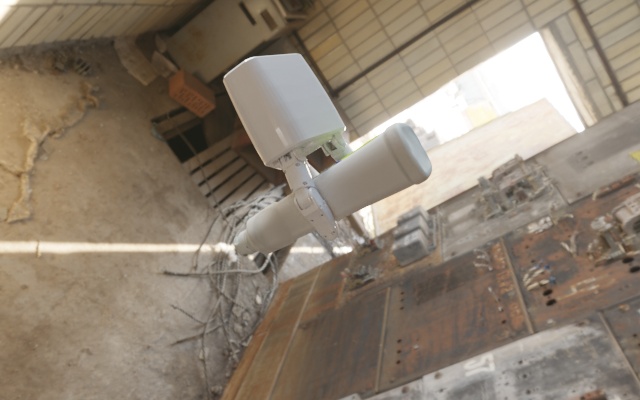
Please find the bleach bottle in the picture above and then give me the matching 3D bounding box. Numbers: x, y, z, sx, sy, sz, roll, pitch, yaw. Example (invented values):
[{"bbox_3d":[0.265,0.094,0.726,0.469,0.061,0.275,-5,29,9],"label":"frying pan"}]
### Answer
[{"bbox_3d":[0.000,0.002,0.546,0.251,0.068,0.102,-29,0,21],"label":"bleach bottle"}]
